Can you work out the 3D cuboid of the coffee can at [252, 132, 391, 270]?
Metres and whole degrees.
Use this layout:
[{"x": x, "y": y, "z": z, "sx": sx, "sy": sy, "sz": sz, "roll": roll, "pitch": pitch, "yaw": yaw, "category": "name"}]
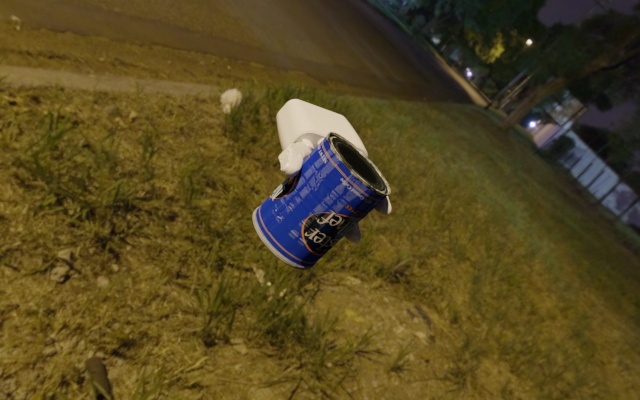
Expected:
[{"x": 0.000, "y": 0.002, "z": 0.583, "sx": 0.140, "sy": 0.102, "sz": 0.103, "roll": -45, "pitch": -18, "yaw": 20, "category": "coffee can"}]
